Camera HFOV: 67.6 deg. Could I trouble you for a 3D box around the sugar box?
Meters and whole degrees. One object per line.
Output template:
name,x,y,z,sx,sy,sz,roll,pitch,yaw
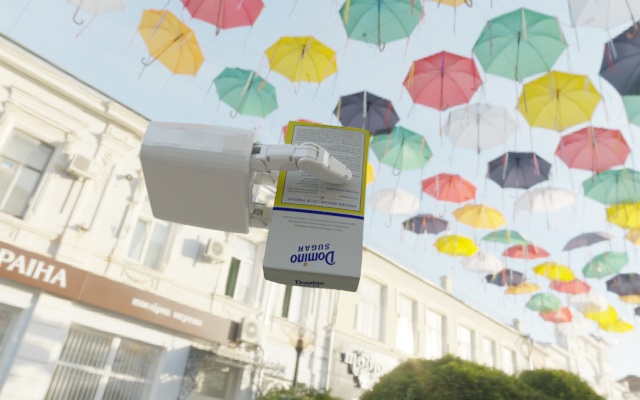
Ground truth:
sugar box,0.000,0.002,0.491,0.093,0.176,0.048,7,-29,2
